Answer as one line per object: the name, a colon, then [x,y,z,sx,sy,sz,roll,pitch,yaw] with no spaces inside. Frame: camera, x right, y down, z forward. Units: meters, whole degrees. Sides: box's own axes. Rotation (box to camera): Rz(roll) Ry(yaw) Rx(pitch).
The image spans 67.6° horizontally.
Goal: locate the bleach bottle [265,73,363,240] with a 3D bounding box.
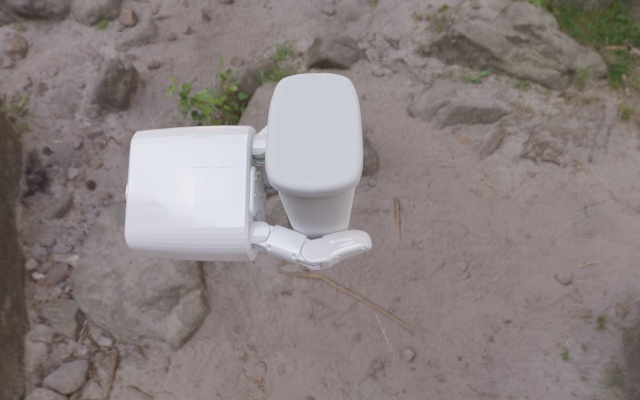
bleach bottle: [0.000,0.001,0.443,0.068,0.102,0.251,0,-26,2]
